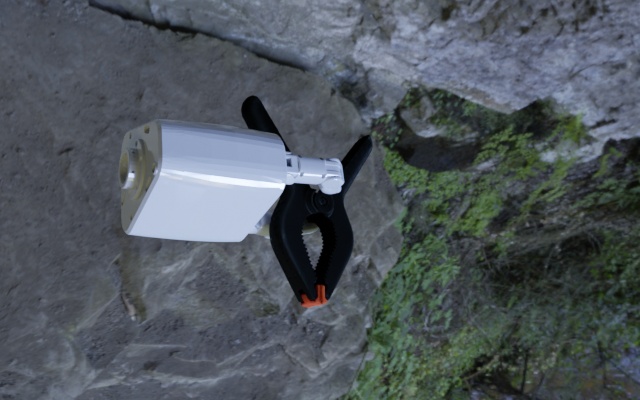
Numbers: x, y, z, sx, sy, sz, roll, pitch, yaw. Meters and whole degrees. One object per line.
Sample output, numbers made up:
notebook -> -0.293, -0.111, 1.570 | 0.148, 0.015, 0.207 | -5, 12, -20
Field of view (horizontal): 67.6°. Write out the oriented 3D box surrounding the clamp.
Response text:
clamp -> 0.000, 0.002, 0.494 | 0.164, 0.210, 0.036 | 4, -19, -35
